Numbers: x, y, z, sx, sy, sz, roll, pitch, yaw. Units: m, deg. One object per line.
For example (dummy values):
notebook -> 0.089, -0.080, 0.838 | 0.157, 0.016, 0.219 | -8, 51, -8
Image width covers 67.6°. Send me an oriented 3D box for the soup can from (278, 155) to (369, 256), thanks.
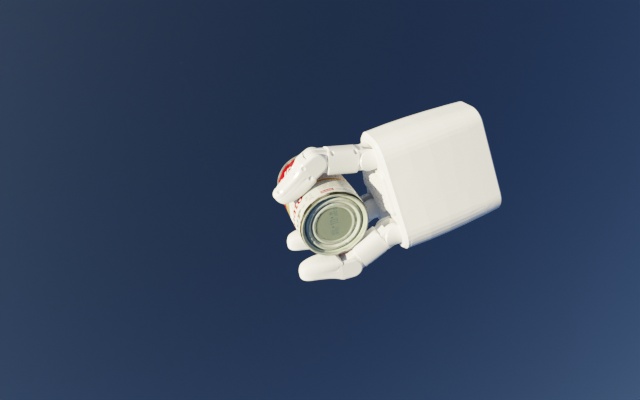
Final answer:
soup can -> 0.000, 0.002, 0.478 | 0.068, 0.068, 0.102 | 0, 26, -18
